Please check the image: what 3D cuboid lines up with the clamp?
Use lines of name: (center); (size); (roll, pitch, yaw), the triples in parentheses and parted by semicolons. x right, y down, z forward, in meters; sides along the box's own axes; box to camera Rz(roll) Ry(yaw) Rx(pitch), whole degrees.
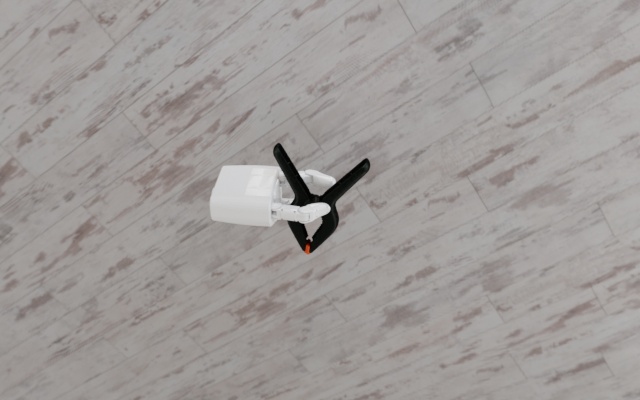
clamp: (0.000, 0.004, 0.840); (0.164, 0.210, 0.036); (5, 28, 6)
